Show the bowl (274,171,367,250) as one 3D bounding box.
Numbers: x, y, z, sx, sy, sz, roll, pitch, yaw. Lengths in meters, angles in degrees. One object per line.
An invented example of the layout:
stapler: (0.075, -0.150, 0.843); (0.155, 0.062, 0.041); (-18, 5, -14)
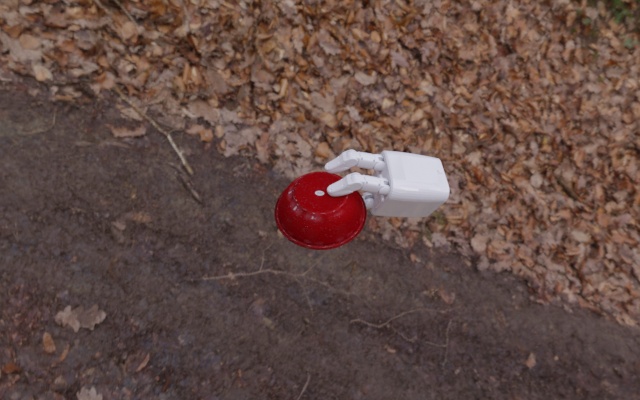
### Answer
bowl: (-0.001, 0.003, 0.811); (0.162, 0.162, 0.055); (0, -39, 0)
